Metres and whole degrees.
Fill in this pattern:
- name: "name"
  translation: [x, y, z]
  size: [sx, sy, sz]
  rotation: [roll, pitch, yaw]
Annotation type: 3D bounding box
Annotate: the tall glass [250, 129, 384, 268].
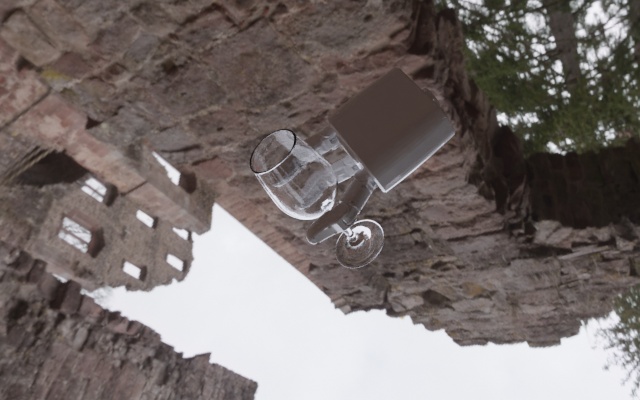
- name: "tall glass"
  translation: [0.000, 0.002, 0.577]
  size: [0.079, 0.079, 0.201]
  rotation: [0, -34, 40]
